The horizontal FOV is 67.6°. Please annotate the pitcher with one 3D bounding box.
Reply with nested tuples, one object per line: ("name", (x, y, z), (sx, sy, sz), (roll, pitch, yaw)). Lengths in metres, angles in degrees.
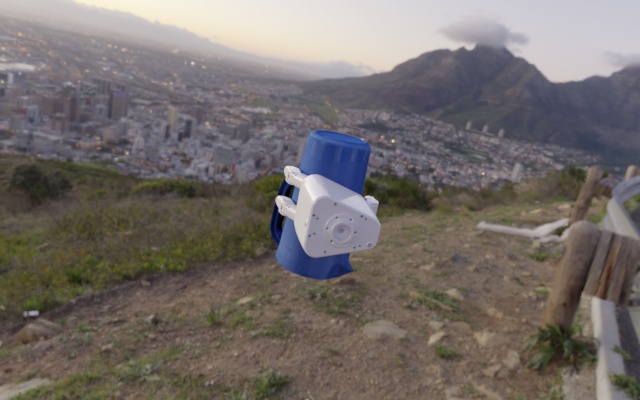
("pitcher", (0.000, 0.003, 0.842), (0.149, 0.243, 0.145), (10, 16, -10))
